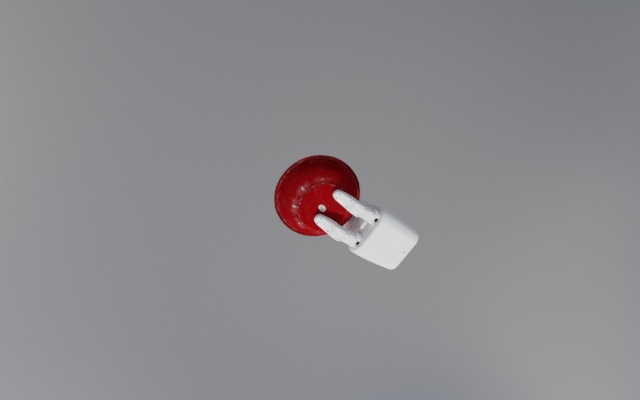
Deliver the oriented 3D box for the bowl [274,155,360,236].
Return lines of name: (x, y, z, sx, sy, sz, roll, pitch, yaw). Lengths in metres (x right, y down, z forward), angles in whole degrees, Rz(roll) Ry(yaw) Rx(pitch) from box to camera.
bowl: (-0.001, 0.003, 0.855, 0.162, 0.162, 0.055, 0, 22, -12)
